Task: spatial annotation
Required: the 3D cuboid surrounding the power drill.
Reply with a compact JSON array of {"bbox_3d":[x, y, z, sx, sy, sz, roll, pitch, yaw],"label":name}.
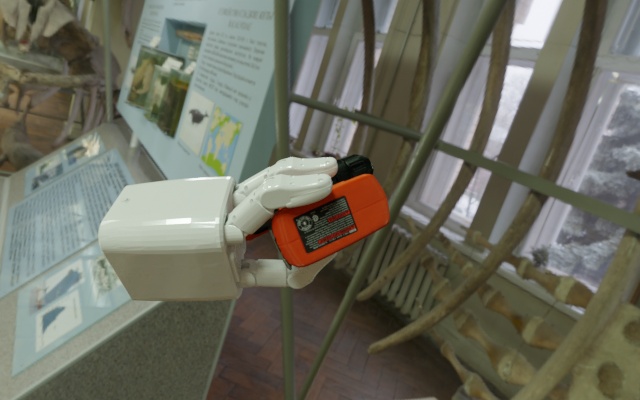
[{"bbox_3d":[0.000,0.002,0.501,0.184,0.057,0.187,-26,12,-12],"label":"power drill"}]
